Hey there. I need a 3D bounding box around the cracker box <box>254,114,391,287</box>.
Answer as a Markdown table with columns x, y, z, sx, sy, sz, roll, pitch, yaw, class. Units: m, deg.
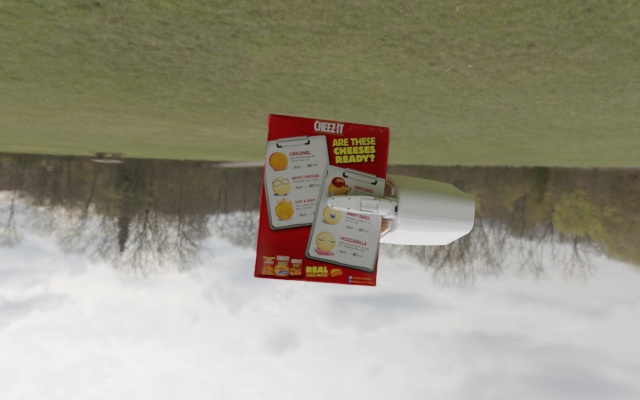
| x | y | z | sx | sy | sz | roll | pitch | yaw | class |
| --- | --- | --- | --- | --- | --- | --- | --- | --- | --- |
| 0.000 | 0.002 | 0.650 | 0.164 | 0.213 | 0.072 | 5 | -2 | -8 | cracker box |
